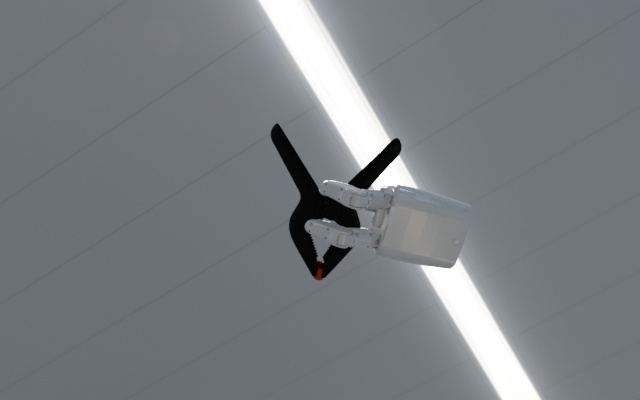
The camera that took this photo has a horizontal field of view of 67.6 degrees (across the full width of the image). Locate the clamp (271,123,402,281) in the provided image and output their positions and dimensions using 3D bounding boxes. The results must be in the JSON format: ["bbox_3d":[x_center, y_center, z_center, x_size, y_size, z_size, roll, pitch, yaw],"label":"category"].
[{"bbox_3d":[0.000,0.002,0.626,0.164,0.210,0.036,14,17,-3],"label":"clamp"}]
